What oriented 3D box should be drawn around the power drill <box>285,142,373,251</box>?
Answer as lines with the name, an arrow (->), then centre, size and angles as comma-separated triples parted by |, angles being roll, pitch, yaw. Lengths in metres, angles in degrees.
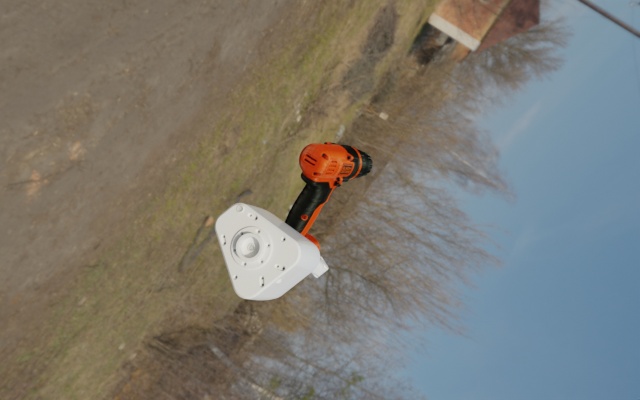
power drill -> 0.000, 0.003, 0.713 | 0.057, 0.188, 0.184 | 32, 16, 25
